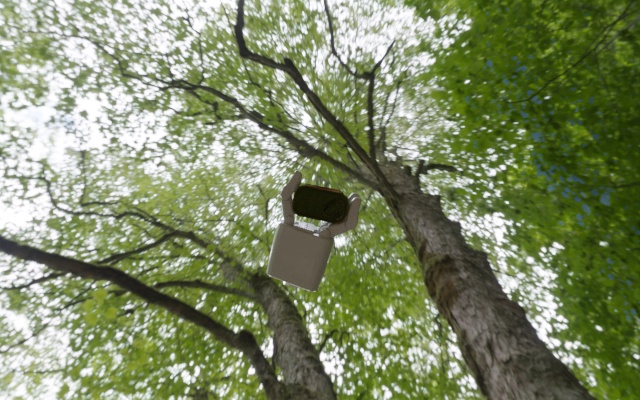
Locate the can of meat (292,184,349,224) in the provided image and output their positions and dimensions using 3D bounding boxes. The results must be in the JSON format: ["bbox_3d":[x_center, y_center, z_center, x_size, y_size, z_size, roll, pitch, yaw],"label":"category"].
[{"bbox_3d":[0.000,0.003,0.900,0.102,0.057,0.084,12,7,-1],"label":"can of meat"}]
